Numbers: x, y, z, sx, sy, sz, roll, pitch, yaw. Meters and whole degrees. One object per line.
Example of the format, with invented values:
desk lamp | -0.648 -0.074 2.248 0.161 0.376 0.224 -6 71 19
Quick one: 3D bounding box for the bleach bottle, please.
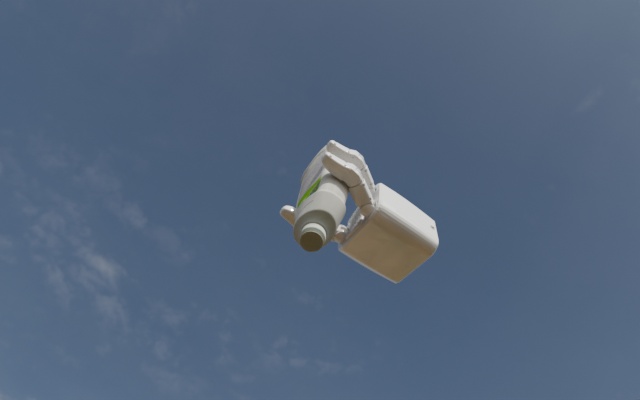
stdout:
bleach bottle | 0.000 0.002 0.677 0.068 0.103 0.250 33 25 -8
